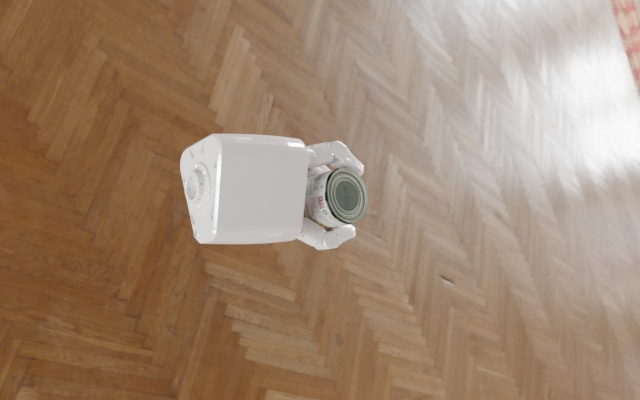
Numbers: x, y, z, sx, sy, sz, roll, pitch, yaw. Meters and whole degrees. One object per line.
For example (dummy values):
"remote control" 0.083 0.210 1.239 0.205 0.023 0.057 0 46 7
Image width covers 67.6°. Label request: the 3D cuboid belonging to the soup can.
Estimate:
"soup can" 0.001 0.002 0.585 0.068 0.068 0.102 0 -9 -40
